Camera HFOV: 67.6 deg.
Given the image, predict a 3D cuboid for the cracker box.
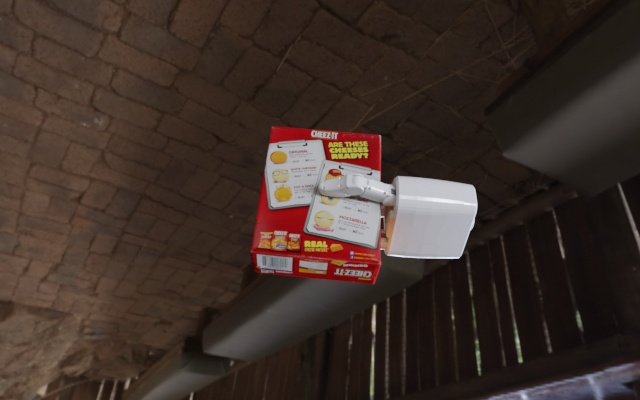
[{"bbox_3d":[0.000,0.002,0.667,0.164,0.213,0.072,5,-35,-1],"label":"cracker box"}]
